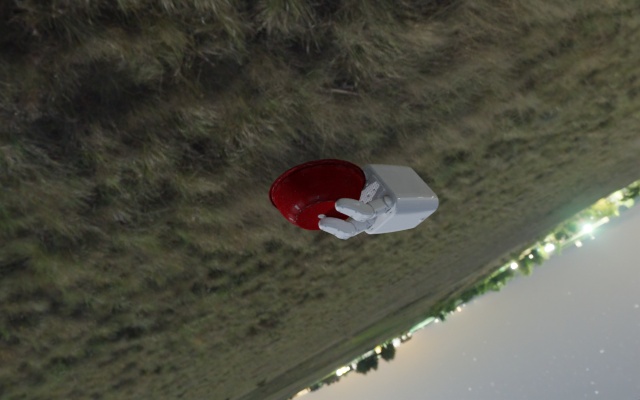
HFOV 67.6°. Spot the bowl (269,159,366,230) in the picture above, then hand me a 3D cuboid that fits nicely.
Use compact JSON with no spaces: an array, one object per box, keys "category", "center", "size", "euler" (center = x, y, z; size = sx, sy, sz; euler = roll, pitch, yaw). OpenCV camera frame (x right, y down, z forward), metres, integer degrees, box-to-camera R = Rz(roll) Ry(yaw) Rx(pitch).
[{"category":"bowl","center":[-0.001,0.003,0.768],"size":[0.162,0.055,0.162],"euler":[-9,-31,-5]}]
